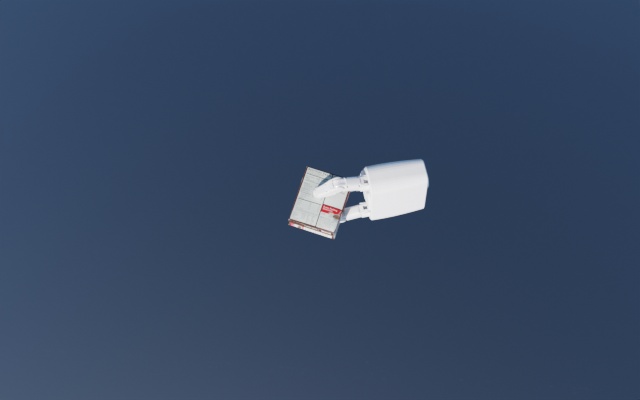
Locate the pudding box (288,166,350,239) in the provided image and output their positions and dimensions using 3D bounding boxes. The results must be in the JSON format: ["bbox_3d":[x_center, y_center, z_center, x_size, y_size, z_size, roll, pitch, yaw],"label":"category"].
[{"bbox_3d":[0.000,0.003,0.876,0.090,0.113,0.039,17,-19,5],"label":"pudding box"}]
